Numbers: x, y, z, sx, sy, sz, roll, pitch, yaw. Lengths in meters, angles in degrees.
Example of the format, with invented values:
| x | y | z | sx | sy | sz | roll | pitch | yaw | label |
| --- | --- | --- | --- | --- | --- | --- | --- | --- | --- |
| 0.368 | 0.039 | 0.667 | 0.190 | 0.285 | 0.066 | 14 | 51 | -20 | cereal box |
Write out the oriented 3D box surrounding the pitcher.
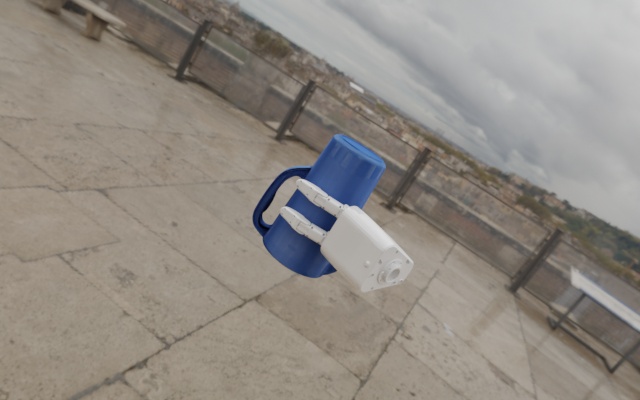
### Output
| x | y | z | sx | sy | sz | roll | pitch | yaw | label |
| --- | --- | --- | --- | --- | --- | --- | --- | --- | --- |
| 0.000 | 0.003 | 0.855 | 0.149 | 0.243 | 0.145 | 17 | 20 | -45 | pitcher |
